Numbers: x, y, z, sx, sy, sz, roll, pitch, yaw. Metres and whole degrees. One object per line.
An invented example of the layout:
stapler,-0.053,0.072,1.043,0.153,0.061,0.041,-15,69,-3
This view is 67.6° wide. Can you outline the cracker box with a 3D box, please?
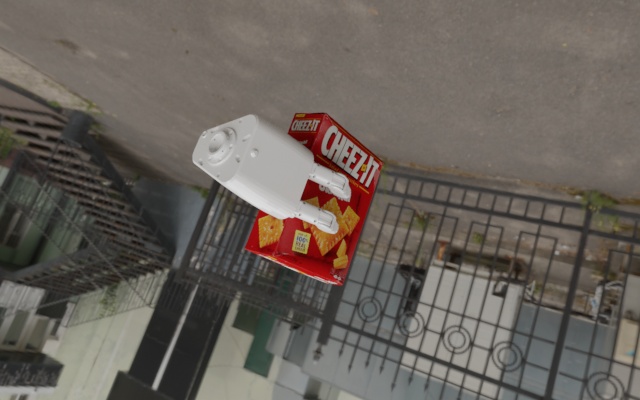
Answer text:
cracker box,0.000,0.002,0.711,0.072,0.213,0.164,9,-16,42
